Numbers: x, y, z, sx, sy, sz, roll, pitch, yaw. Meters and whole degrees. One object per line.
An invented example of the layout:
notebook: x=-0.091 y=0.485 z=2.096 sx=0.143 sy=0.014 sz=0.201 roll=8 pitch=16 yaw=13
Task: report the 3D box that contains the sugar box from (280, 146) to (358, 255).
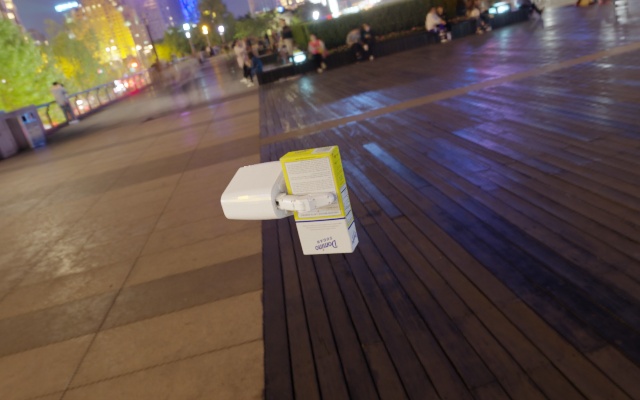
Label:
sugar box: x=0.000 y=0.002 z=0.801 sx=0.093 sy=0.176 sz=0.048 roll=-5 pitch=22 yaw=22
